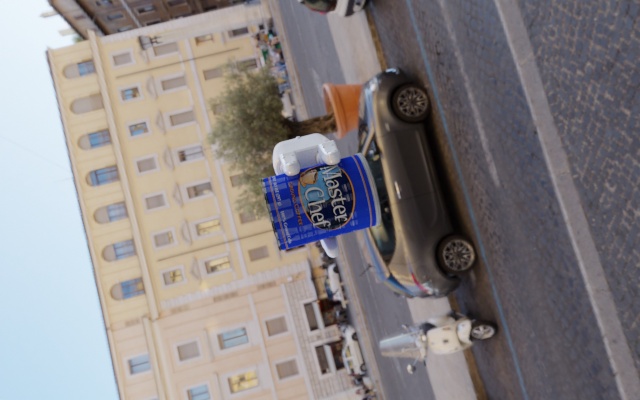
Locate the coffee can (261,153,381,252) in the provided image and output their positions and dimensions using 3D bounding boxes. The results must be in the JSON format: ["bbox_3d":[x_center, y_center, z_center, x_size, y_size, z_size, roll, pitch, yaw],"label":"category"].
[{"bbox_3d":[0.000,0.002,0.648,0.140,0.103,0.103,-15,1,-4],"label":"coffee can"}]
